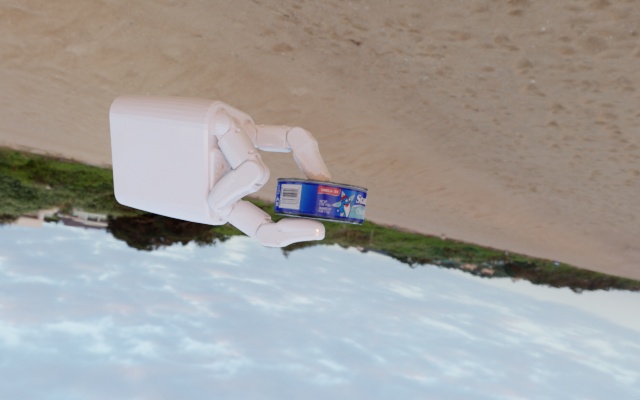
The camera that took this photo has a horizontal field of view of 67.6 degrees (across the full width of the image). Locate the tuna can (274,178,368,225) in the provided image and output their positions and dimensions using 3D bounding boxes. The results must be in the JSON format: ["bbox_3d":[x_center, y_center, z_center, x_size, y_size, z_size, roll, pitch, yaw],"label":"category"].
[{"bbox_3d":[0.000,0.002,0.447,0.086,0.034,0.086,7,-3,0],"label":"tuna can"}]
